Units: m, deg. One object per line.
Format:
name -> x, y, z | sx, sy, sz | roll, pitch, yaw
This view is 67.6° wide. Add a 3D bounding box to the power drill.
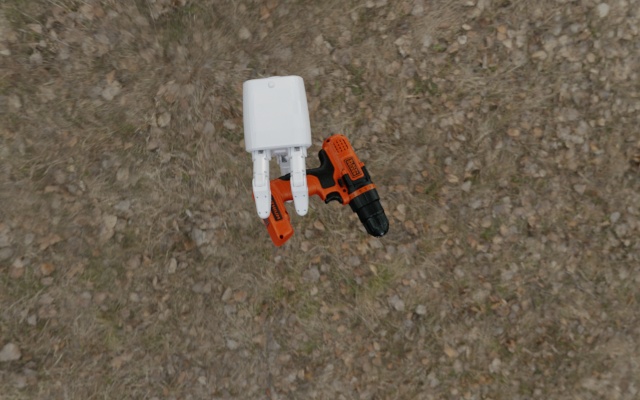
power drill -> 0.000, 0.002, 0.761 | 0.187, 0.184, 0.057 | -23, -12, -19
